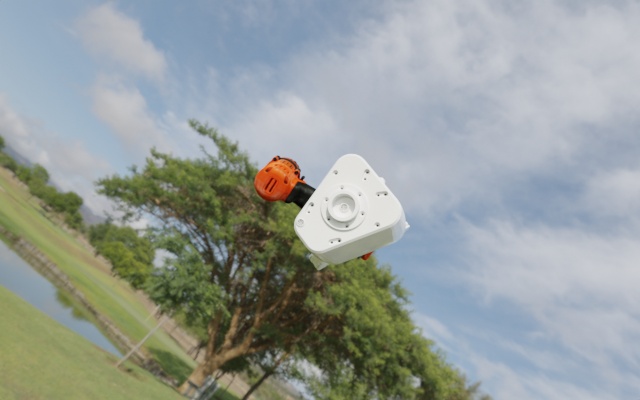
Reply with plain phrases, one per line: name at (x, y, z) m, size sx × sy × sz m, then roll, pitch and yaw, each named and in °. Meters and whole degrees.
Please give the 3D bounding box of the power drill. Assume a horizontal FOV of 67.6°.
power drill at (0.001, 0.002, 0.679) m, size 0.187 × 0.057 × 0.184 m, roll 31°, pitch 12°, yaw -2°
